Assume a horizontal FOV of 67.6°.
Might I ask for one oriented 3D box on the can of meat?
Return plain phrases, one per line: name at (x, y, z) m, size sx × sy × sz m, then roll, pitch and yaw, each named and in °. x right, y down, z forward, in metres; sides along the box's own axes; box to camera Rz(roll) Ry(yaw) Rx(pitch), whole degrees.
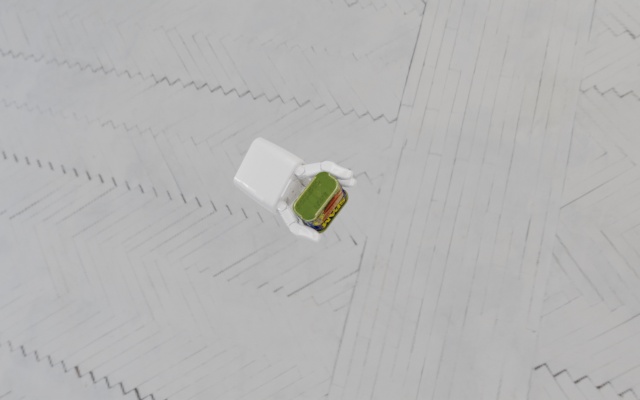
can of meat at (0.000, 0.003, 0.881) m, size 0.057 × 0.102 × 0.084 m, roll 36°, pitch -6°, yaw 20°
